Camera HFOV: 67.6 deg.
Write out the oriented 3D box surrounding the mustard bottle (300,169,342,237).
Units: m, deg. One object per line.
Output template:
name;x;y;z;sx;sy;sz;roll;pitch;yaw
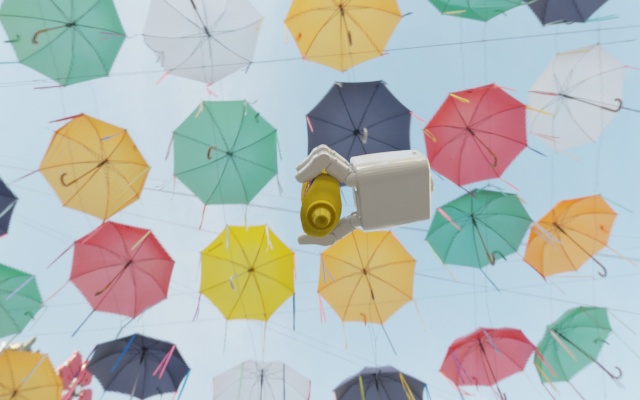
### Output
mustard bottle;0.000;0.002;0.717;0.058;0.096;0.191;15;14;-6
